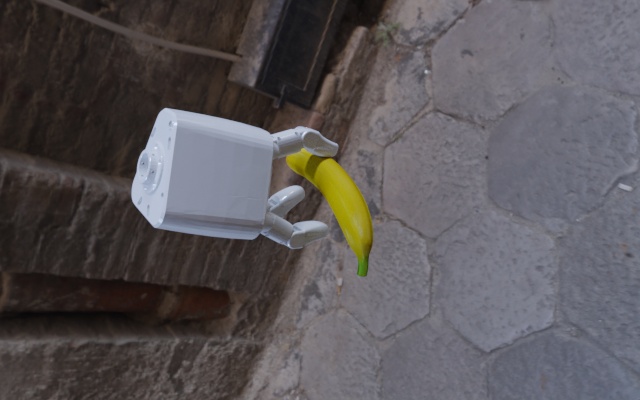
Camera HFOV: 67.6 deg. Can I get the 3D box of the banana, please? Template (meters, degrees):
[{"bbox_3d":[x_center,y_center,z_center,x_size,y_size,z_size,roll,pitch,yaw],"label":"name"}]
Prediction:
[{"bbox_3d":[0.010,-0.009,0.547,0.037,0.070,0.197,3,42,-38],"label":"banana"}]
